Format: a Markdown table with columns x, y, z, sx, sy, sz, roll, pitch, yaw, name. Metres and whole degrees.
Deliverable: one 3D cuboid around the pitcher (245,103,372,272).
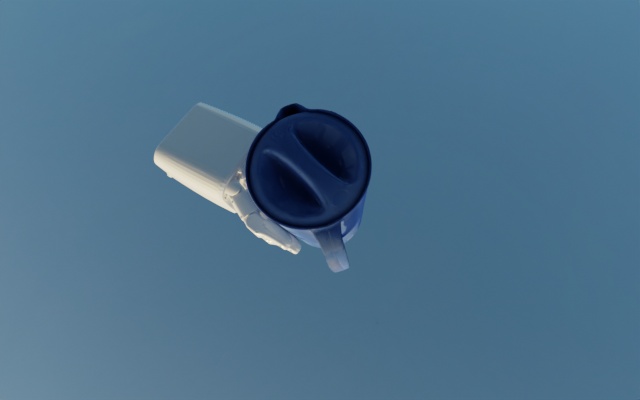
| x | y | z | sx | sy | sz | roll | pitch | yaw | name |
| --- | --- | --- | --- | --- | --- | --- | --- | --- | --- |
| 0.000 | 0.002 | 0.603 | 0.145 | 0.149 | 0.243 | 25 | -10 | 11 | pitcher |
